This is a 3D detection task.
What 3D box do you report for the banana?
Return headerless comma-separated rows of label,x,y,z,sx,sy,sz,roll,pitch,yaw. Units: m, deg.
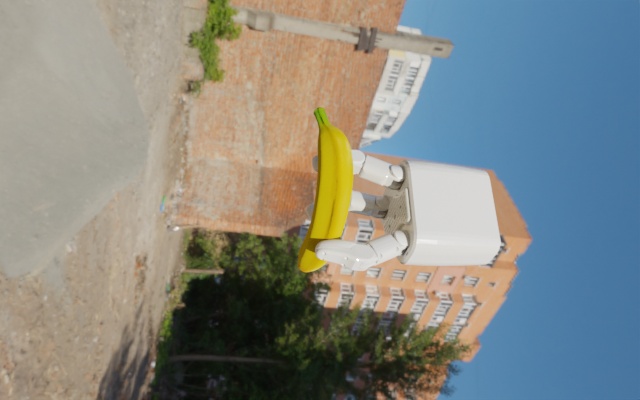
banana,0.005,0.007,0.507,0.037,0.198,0.069,1,26,-17
